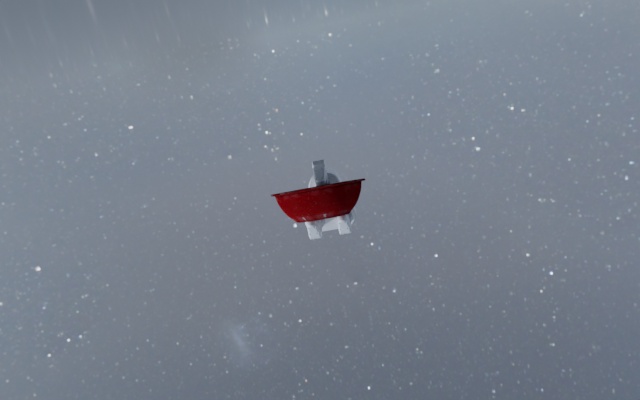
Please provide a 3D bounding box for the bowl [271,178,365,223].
[{"bbox_3d":[0.000,0.003,0.804,0.162,0.055,0.162,-10,1,0],"label":"bowl"}]
